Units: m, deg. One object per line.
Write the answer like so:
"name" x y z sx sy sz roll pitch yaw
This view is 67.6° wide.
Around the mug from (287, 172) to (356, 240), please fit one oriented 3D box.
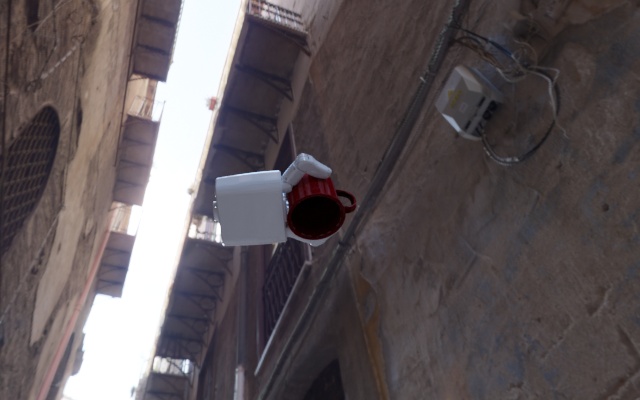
"mug" 0.002 0.002 0.781 0.117 0.093 0.081 -5 37 -6
